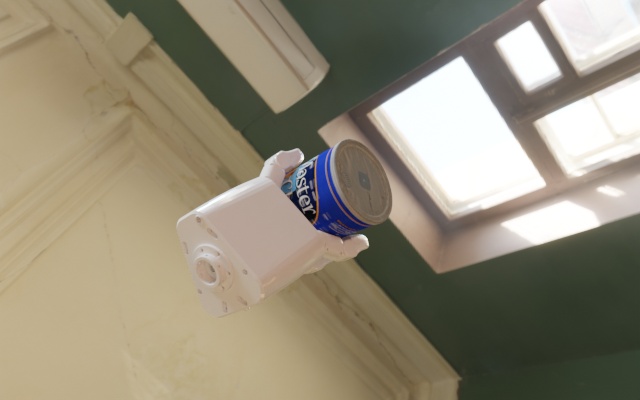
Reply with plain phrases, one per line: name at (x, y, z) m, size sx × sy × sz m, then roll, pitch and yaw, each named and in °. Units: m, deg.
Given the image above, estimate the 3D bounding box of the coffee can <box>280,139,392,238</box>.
coffee can at (0.000, 0.002, 0.576) m, size 0.140 × 0.102 × 0.103 m, roll -26°, pitch -17°, yaw 37°
